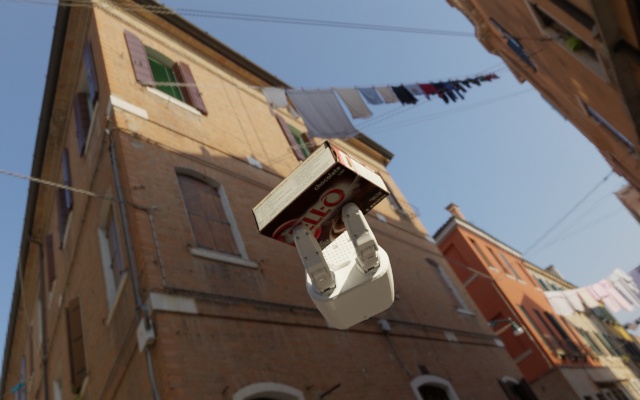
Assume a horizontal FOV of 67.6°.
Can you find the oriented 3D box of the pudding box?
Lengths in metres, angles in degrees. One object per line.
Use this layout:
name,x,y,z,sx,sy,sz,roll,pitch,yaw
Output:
pudding box,0.000,0.002,0.489,0.113,0.039,0.090,-43,-41,19
